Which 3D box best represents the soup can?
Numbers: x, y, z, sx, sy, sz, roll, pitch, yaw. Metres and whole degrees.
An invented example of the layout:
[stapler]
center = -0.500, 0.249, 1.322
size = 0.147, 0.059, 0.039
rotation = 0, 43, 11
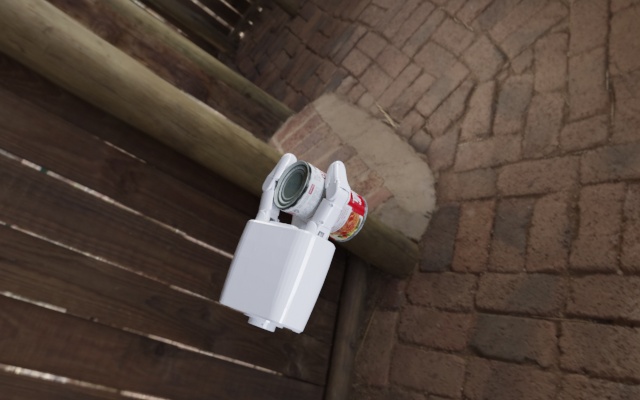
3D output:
[soup can]
center = 0.000, 0.001, 0.602
size = 0.102, 0.068, 0.068
rotation = 31, -18, -34
